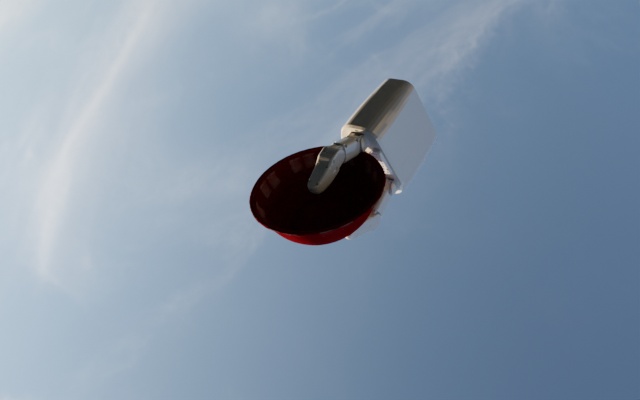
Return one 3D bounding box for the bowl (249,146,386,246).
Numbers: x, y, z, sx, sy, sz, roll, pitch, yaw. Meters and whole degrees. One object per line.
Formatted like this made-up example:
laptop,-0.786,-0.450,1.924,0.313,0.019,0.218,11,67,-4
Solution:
bowl,-0.001,0.003,0.571,0.162,0.055,0.162,-9,39,7
